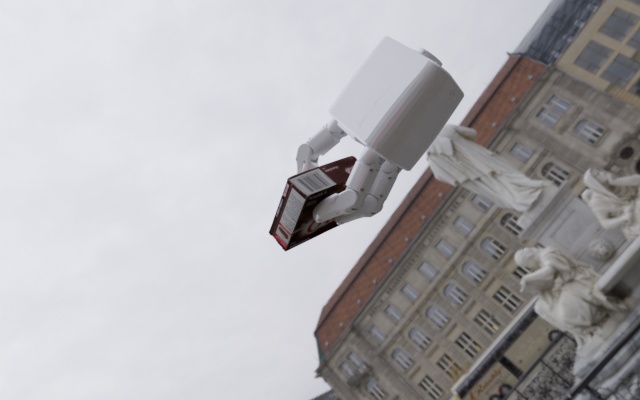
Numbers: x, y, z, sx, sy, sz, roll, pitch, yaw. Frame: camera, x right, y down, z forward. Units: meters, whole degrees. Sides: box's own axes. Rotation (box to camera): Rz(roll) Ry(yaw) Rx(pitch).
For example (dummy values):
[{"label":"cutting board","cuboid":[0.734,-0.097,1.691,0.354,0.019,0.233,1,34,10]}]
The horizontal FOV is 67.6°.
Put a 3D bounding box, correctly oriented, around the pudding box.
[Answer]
[{"label":"pudding box","cuboid":[0.000,0.002,0.566,0.113,0.090,0.039,-20,54,-41]}]
